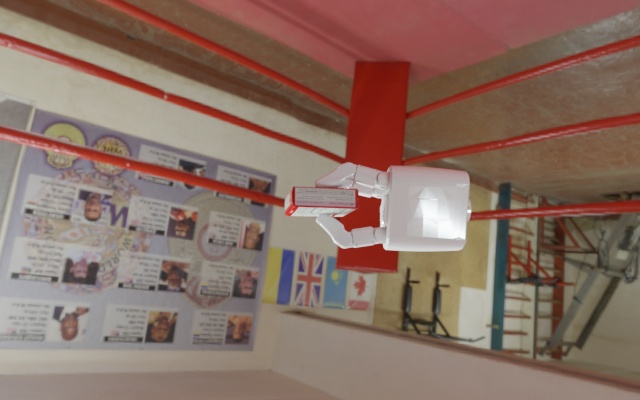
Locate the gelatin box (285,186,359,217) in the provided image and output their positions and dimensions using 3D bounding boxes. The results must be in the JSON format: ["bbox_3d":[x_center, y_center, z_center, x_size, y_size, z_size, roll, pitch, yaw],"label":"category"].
[{"bbox_3d":[0.000,0.003,0.648,0.089,0.030,0.073,1,-11,-12],"label":"gelatin box"}]
